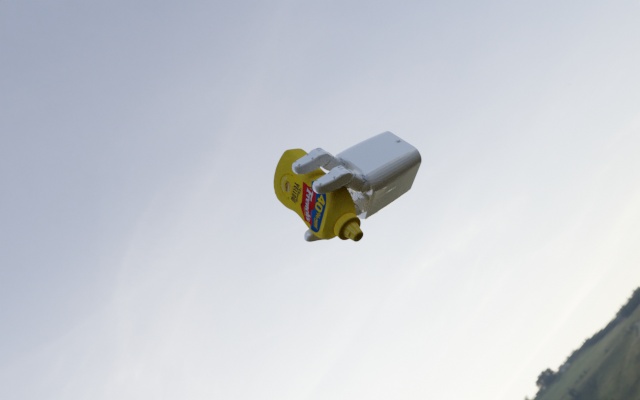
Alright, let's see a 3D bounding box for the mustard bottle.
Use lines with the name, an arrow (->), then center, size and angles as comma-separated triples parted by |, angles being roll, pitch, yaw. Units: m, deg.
mustard bottle -> 0.000, 0.002, 0.729 | 0.058, 0.096, 0.191 | -9, 37, -37
